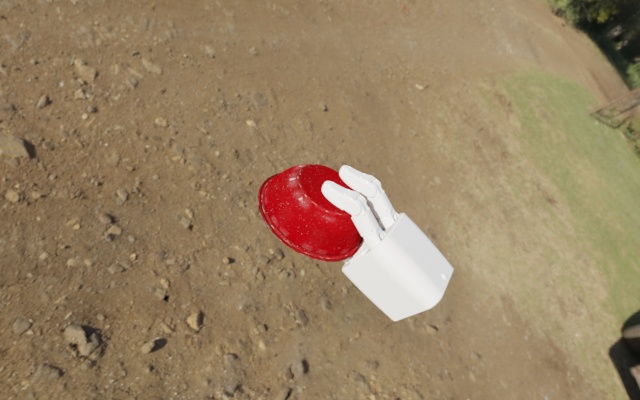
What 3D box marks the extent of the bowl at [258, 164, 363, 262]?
[{"bbox_3d":[-0.001,0.001,0.644,0.162,0.162,0.055,0,-42,-36],"label":"bowl"}]
